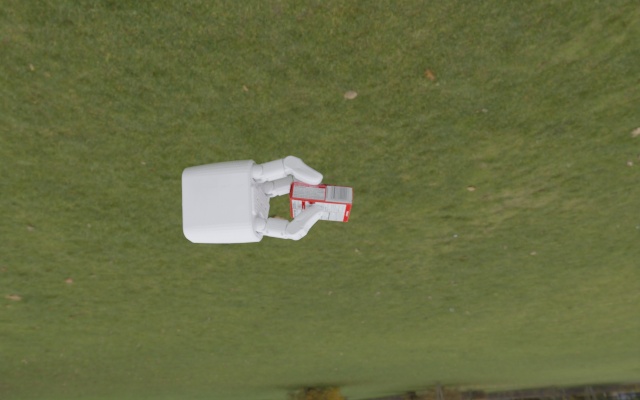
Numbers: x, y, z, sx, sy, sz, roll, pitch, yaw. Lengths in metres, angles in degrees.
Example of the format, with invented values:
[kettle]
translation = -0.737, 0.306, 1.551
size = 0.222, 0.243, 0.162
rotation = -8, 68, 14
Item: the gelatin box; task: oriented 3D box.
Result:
[gelatin box]
translation = 0.000, 0.003, 0.695
size = 0.089, 0.030, 0.073
rotation = 5, -22, 1
